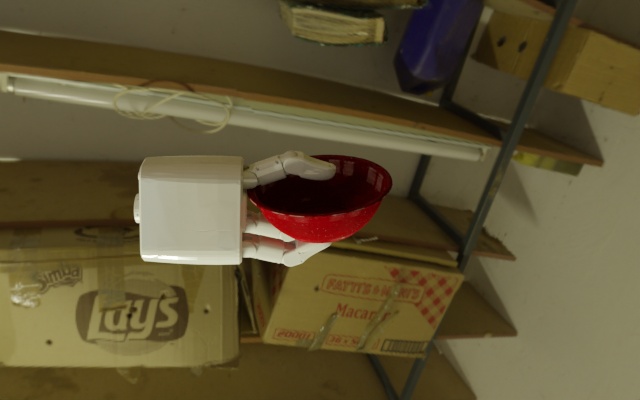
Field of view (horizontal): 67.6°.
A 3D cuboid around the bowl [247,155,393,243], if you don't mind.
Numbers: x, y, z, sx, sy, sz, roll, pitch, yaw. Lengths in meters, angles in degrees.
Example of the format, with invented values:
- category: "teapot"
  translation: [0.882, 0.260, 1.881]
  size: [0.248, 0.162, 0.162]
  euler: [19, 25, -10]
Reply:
- category: "bowl"
  translation: [0.001, 0.002, 0.541]
  size: [0.162, 0.055, 0.162]
  euler: [-3, 27, 2]
